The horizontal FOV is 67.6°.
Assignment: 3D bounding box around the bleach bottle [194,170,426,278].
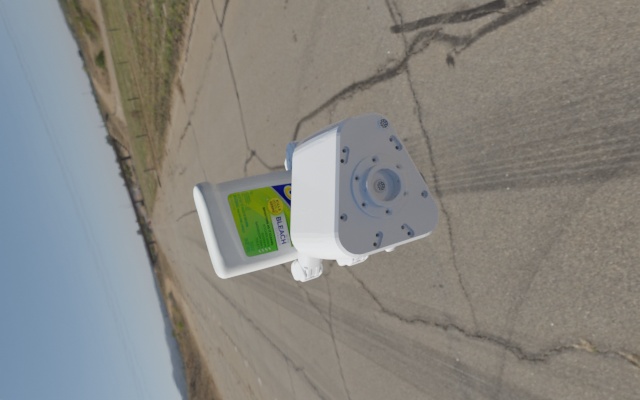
[{"bbox_3d":[0.000,0.002,0.518,0.251,0.102,0.068,-16,1,-20],"label":"bleach bottle"}]
